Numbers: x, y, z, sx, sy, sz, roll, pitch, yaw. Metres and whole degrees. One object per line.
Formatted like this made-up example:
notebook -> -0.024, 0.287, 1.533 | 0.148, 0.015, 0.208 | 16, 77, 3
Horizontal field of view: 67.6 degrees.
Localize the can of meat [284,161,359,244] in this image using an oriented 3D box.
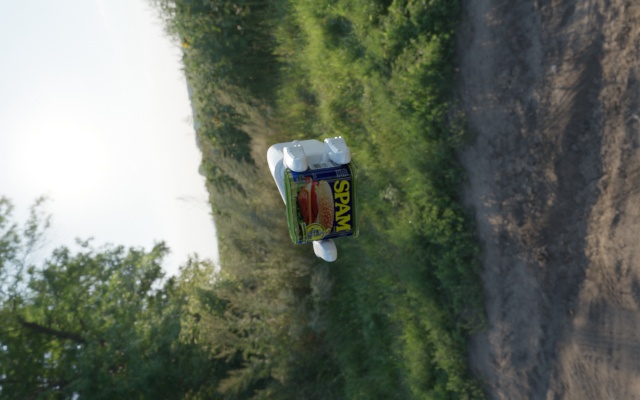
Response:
can of meat -> 0.000, 0.002, 0.609 | 0.084, 0.102, 0.057 | -8, 23, -11
